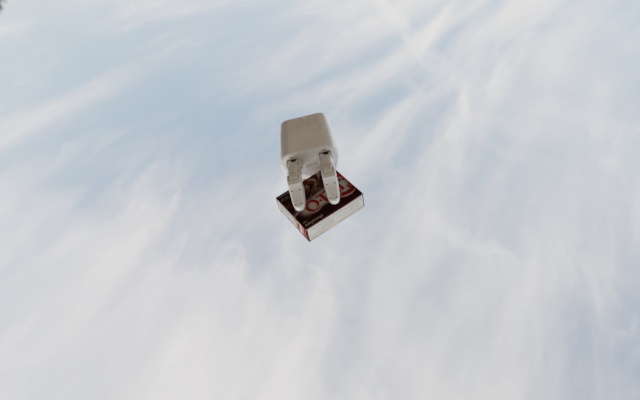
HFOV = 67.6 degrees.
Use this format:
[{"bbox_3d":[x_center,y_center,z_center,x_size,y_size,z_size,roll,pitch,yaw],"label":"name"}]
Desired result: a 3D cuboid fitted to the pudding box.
[{"bbox_3d":[0.000,0.003,0.764,0.113,0.039,0.090,-34,49,-15],"label":"pudding box"}]
